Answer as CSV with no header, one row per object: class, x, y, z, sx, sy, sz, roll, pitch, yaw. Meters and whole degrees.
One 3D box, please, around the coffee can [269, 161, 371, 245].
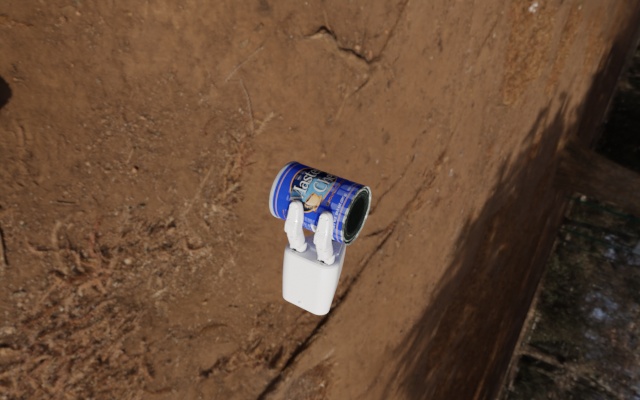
coffee can,0.000,0.002,0.801,0.140,0.103,0.103,20,8,23
